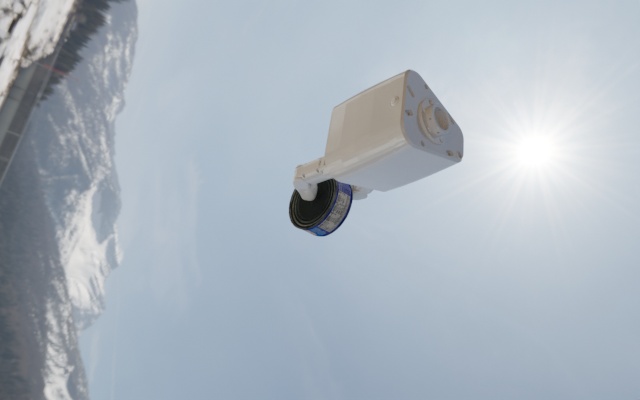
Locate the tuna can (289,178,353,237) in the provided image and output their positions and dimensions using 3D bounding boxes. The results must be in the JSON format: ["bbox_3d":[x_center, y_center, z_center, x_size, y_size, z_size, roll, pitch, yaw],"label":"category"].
[{"bbox_3d":[0.000,0.002,0.612,0.034,0.086,0.086,28,-18,-37],"label":"tuna can"}]
